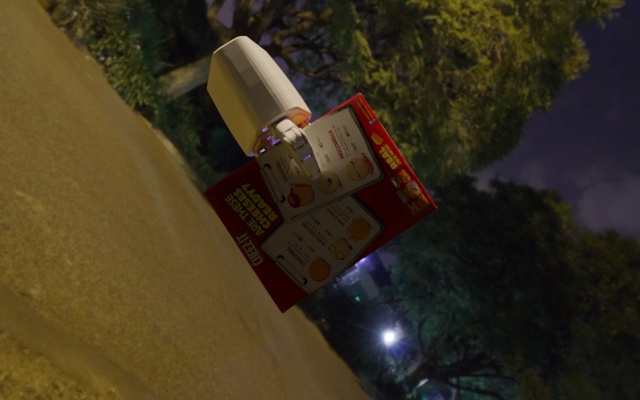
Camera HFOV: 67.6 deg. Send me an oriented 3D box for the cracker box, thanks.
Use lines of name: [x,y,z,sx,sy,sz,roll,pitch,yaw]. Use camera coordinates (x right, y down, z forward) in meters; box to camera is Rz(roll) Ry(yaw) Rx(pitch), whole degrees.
cracker box: [0.000,0.002,0.566,0.213,0.164,0.072,-33,-3,-5]
